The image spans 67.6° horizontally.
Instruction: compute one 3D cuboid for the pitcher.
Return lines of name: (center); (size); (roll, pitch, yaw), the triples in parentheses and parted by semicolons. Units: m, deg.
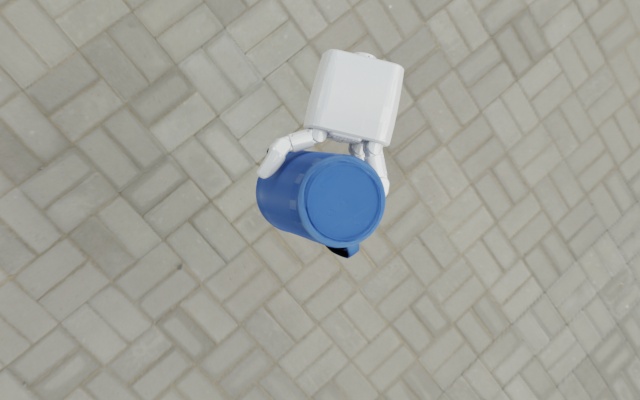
pitcher: (0.000, 0.002, 0.653); (0.149, 0.145, 0.243); (14, 0, -16)
